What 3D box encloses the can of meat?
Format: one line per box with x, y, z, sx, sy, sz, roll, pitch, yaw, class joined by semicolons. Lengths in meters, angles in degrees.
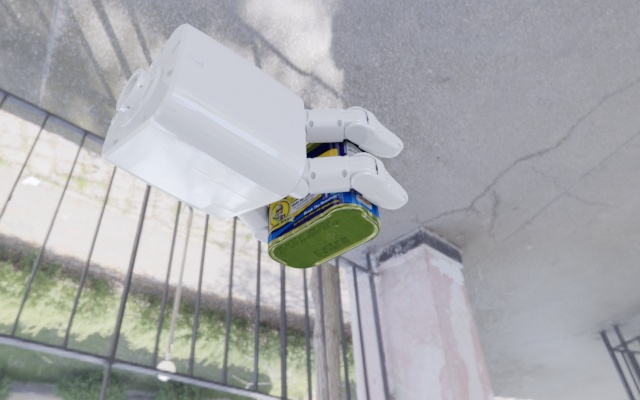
0.000;0.002;0.407;0.102;0.083;0.057;-31;-46;30;can of meat
